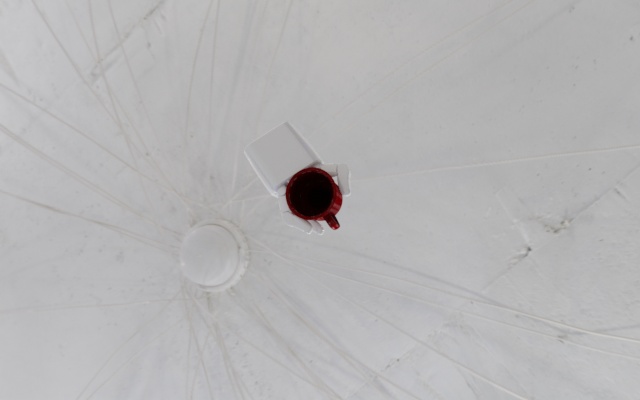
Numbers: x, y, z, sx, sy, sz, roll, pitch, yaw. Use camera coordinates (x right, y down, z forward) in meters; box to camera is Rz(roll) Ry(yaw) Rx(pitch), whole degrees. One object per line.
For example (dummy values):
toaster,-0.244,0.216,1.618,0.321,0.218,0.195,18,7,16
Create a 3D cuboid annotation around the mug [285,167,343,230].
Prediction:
mug,0.001,0.004,0.862,0.093,0.117,0.081,-38,-16,7
